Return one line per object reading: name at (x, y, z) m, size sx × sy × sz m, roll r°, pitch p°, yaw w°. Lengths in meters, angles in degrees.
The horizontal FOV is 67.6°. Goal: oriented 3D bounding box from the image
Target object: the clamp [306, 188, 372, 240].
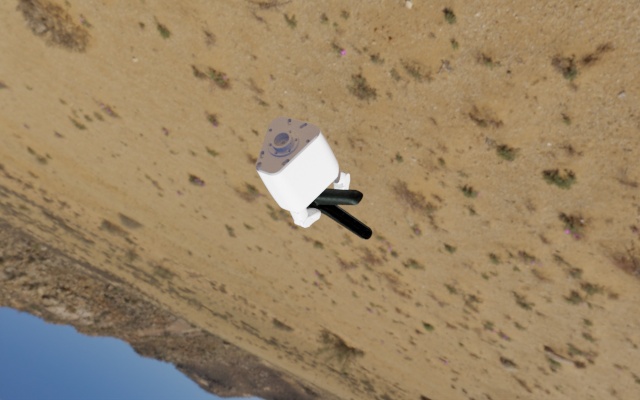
clamp at (-0.001, 0.003, 0.865) m, size 0.210 × 0.036 × 0.165 m, roll 20°, pitch -22°, yaw 28°
